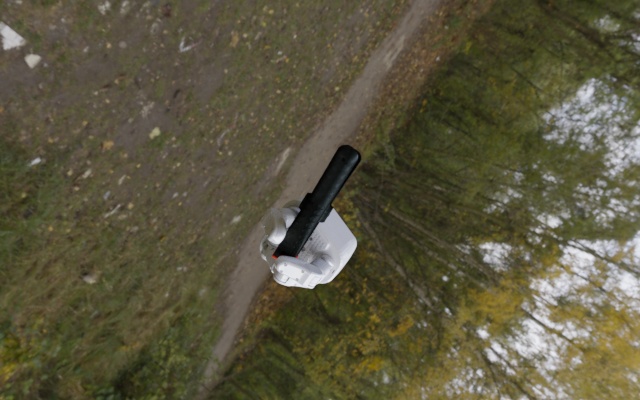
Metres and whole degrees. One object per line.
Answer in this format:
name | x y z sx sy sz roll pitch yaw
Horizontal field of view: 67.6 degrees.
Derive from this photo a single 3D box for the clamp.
clamp | 0.000 0.002 0.585 0.039 0.171 0.120 37 16 9
